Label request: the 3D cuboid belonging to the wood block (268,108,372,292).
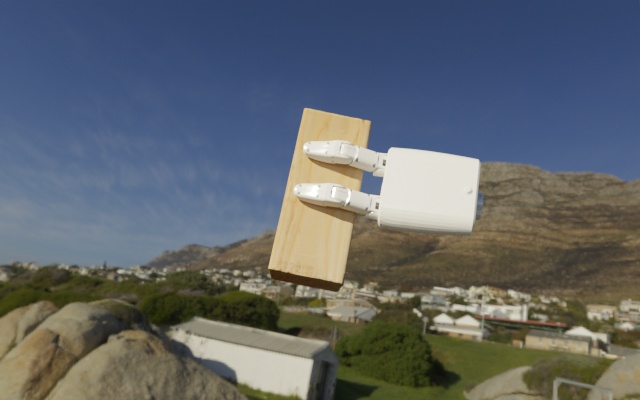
[{"bbox_3d":[0.001,0.002,0.607,0.090,0.206,0.091,11,-18,1],"label":"wood block"}]
